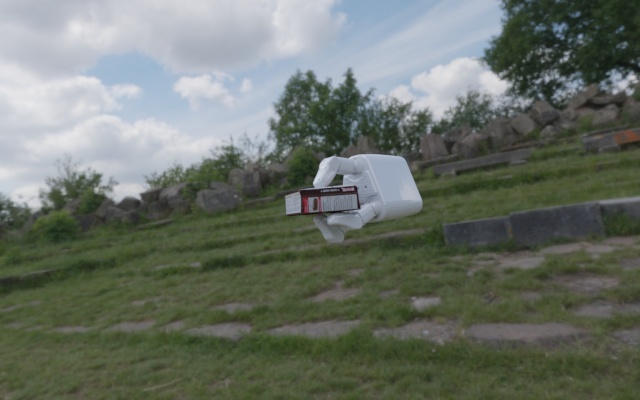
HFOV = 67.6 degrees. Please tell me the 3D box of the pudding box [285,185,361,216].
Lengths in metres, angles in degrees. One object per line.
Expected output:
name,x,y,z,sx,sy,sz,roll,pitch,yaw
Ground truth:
pudding box,0.000,0.002,0.723,0.090,0.039,0.113,-5,-4,-15
